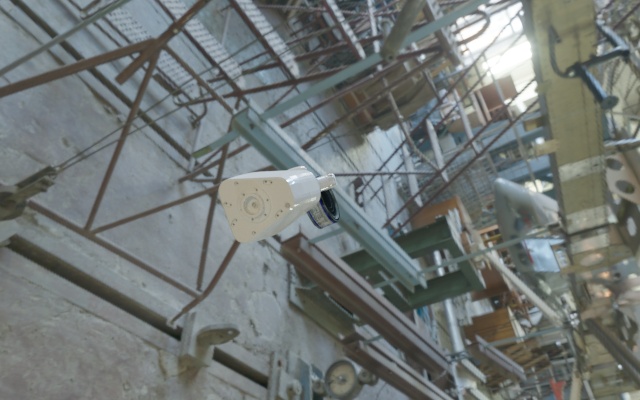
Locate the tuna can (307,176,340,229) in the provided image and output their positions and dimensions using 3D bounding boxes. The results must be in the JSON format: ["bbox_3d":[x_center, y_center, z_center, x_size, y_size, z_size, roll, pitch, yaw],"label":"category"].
[{"bbox_3d":[0.001,0.002,0.805,0.034,0.086,0.086,-22,-7,16],"label":"tuna can"}]
